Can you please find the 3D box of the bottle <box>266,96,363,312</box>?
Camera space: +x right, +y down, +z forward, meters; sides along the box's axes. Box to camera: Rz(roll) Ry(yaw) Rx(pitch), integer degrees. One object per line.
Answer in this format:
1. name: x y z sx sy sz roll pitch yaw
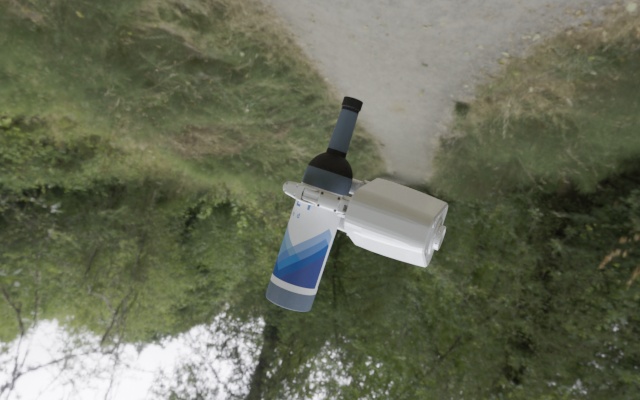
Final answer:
1. bottle: 0.000 0.002 0.659 0.069 0.296 0.069 18 3 -1
